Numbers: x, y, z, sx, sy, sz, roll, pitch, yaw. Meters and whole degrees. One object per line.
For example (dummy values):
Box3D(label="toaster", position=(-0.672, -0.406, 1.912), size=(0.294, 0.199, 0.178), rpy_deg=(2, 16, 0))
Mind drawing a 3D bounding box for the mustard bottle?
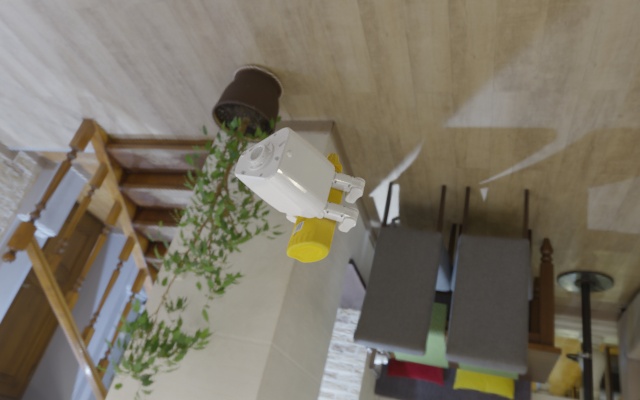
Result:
Box3D(label="mustard bottle", position=(0.000, 0.003, 0.792), size=(0.058, 0.191, 0.096), rpy_deg=(25, -29, -17))
